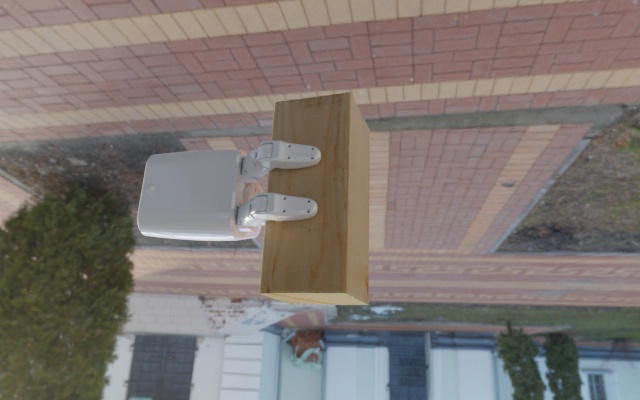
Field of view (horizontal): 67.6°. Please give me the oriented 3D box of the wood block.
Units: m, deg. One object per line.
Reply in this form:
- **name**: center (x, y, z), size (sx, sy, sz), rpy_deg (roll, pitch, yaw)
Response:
- **wood block**: center (0.000, 0.002, 0.510), size (0.090, 0.206, 0.091), rpy_deg (-4, -20, 18)
